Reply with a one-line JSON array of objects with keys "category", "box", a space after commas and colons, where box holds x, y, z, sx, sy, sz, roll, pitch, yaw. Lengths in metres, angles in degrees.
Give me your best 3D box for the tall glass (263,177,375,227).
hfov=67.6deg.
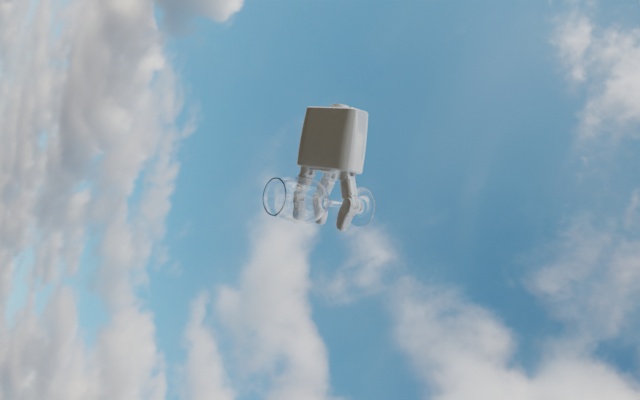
[{"category": "tall glass", "box": [0.001, 0.003, 0.819, 0.201, 0.079, 0.079, 6, -4, -42]}]
